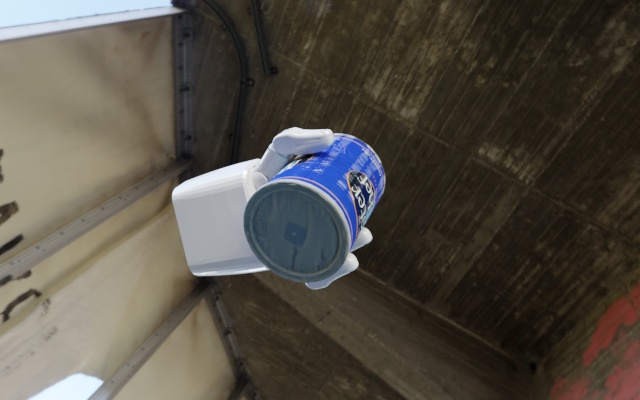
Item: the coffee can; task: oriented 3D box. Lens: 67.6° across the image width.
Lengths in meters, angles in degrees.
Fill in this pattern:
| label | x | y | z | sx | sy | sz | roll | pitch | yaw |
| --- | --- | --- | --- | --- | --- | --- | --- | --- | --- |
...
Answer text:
| label | x | y | z | sx | sy | sz | roll | pitch | yaw |
| --- | --- | --- | --- | --- | --- | --- | --- | --- | --- |
| coffee can | 0.000 | 0.002 | 0.483 | 0.103 | 0.103 | 0.140 | 0 | 25 | 22 |
